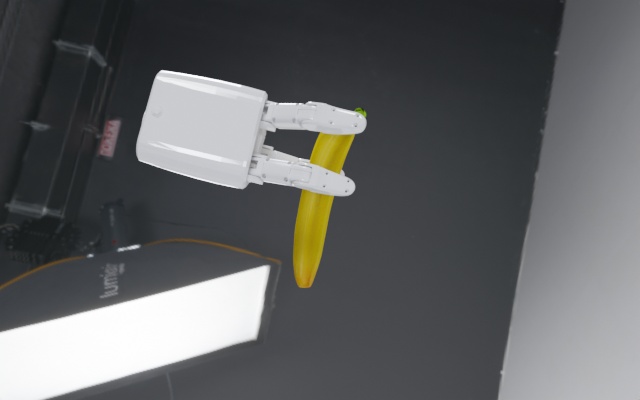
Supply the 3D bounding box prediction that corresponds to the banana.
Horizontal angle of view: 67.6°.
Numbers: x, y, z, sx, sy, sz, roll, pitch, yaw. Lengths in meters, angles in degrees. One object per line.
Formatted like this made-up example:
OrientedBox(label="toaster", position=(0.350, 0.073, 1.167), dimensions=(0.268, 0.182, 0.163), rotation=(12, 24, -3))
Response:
OrientedBox(label="banana", position=(0.000, -0.007, 0.507), dimensions=(0.037, 0.198, 0.069), rotation=(13, 16, -8))
